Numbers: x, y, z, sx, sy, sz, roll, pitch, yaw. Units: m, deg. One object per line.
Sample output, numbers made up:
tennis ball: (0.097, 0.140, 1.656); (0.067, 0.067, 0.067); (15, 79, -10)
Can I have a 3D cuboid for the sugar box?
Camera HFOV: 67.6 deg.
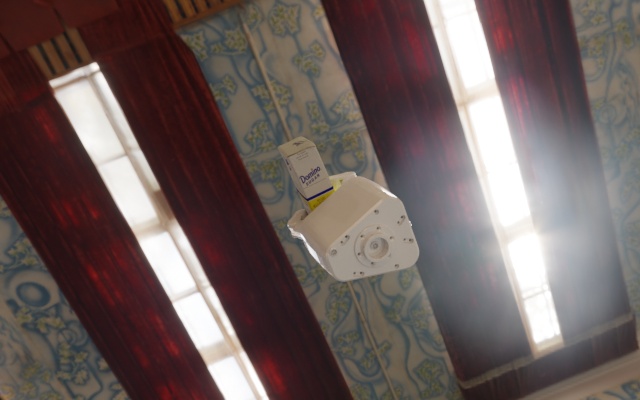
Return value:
sugar box: (0.001, 0.002, 0.661); (0.048, 0.176, 0.093); (-24, 19, -7)
